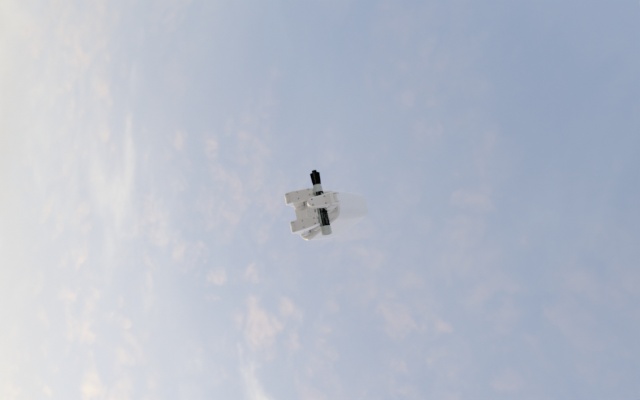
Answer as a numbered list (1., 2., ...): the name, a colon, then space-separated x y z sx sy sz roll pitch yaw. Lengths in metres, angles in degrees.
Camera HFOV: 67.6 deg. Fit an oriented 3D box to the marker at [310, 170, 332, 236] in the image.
1. marker: 0.000 0.003 0.865 0.020 0.121 0.020 -11 -11 -2
